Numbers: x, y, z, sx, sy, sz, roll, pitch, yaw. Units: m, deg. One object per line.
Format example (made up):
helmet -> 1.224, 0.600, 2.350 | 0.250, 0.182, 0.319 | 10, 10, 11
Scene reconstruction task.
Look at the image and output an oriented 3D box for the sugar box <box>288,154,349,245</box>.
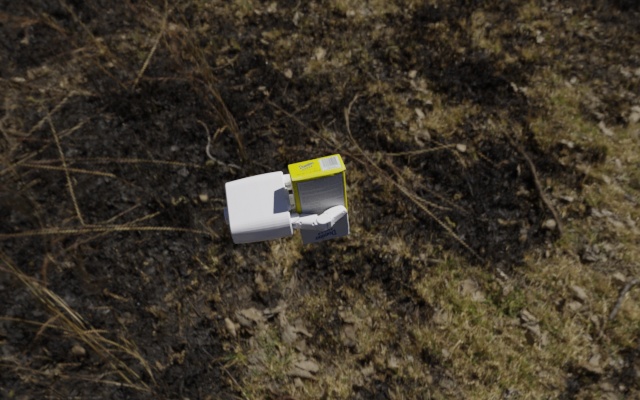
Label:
sugar box -> 0.000, 0.002, 0.858 | 0.093, 0.048, 0.176 | -12, -40, -5
